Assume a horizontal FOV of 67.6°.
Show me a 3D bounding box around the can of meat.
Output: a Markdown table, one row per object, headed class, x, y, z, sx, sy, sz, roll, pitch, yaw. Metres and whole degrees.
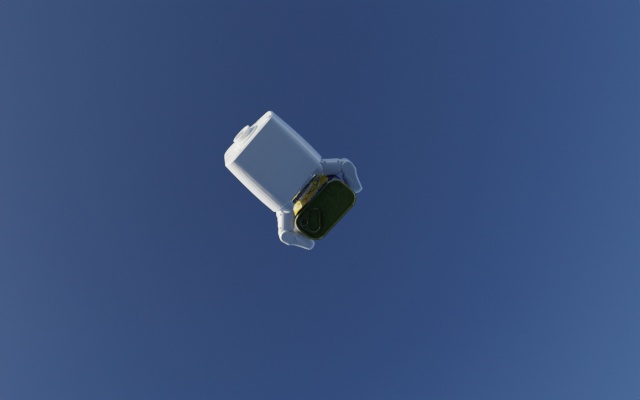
| class | x | y | z | sx | sy | sz | roll | pitch | yaw |
| --- | --- | --- | --- | --- | --- | --- | --- | --- | --- |
| can of meat | 0.000 | 0.002 | 0.770 | 0.057 | 0.102 | 0.084 | 40 | 6 | -21 |
